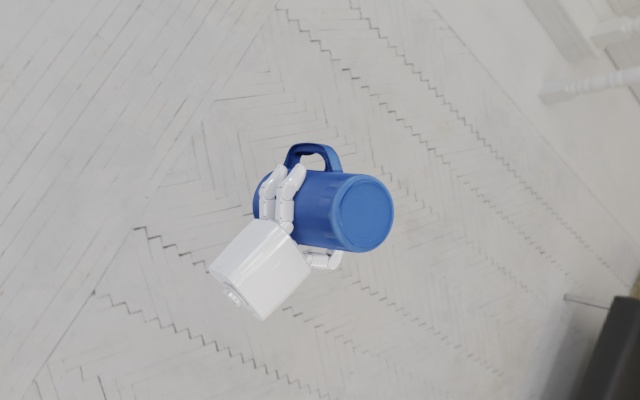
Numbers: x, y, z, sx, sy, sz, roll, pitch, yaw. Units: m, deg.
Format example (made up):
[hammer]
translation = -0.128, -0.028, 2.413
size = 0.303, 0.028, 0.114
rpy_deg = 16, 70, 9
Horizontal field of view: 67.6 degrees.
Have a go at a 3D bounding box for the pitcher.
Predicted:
[pitcher]
translation = 0.000, 0.003, 0.742
size = 0.145, 0.149, 0.243
rpy_deg = -46, 23, -21
